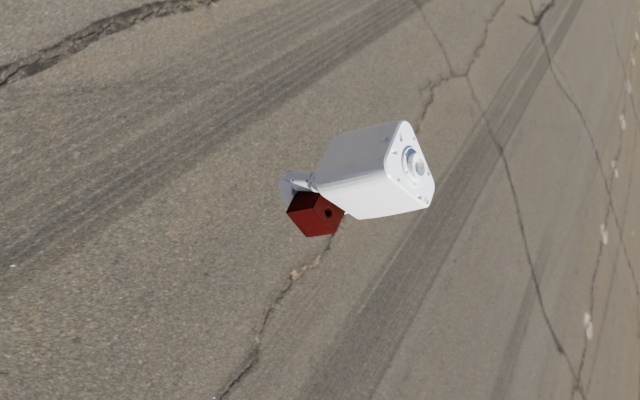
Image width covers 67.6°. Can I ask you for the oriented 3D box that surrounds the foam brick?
[{"bbox_3d":[0.000,0.002,0.642,0.051,0.078,0.053,-9,-48,41],"label":"foam brick"}]
